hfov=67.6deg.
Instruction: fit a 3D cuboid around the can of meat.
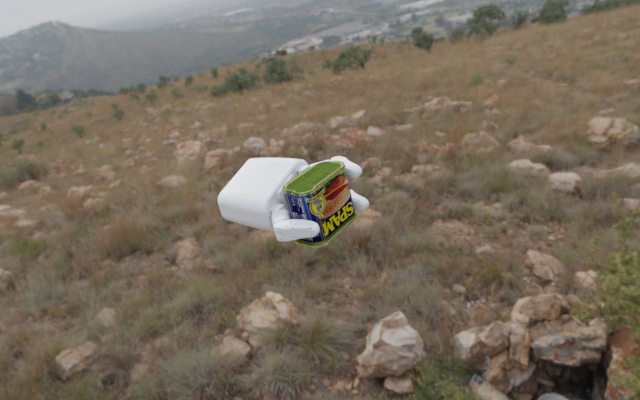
[{"bbox_3d":[0.000,0.002,0.657,0.057,0.084,0.102,10,34,39],"label":"can of meat"}]
